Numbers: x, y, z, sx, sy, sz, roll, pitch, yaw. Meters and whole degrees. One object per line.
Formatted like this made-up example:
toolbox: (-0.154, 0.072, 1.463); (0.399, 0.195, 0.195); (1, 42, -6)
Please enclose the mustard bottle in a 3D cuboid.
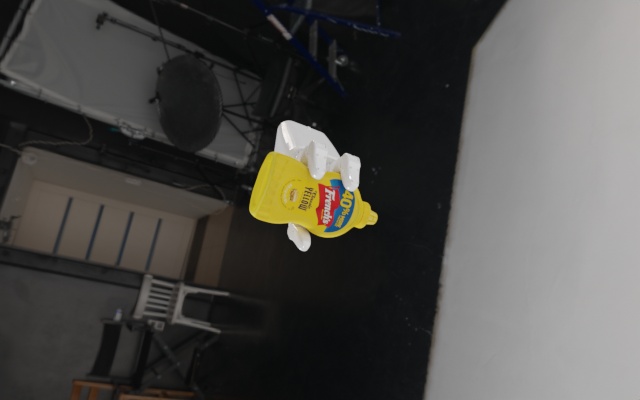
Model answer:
mustard bottle: (0.000, 0.002, 0.695); (0.192, 0.096, 0.058); (18, 3, -25)
